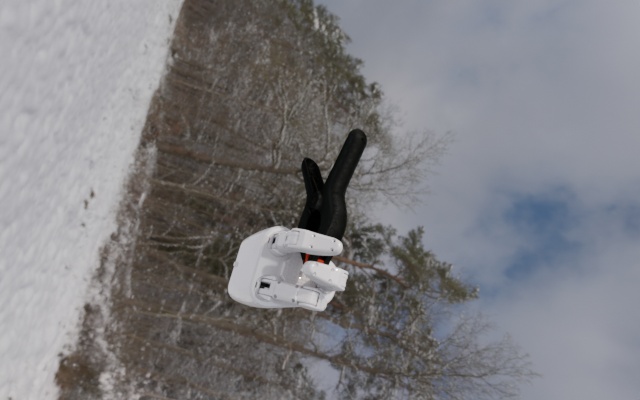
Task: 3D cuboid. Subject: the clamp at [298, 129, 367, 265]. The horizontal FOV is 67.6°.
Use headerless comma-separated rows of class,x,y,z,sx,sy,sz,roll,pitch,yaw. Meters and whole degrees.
clamp,0.001,0.002,0.584,0.039,0.171,0.120,23,-19,-23
